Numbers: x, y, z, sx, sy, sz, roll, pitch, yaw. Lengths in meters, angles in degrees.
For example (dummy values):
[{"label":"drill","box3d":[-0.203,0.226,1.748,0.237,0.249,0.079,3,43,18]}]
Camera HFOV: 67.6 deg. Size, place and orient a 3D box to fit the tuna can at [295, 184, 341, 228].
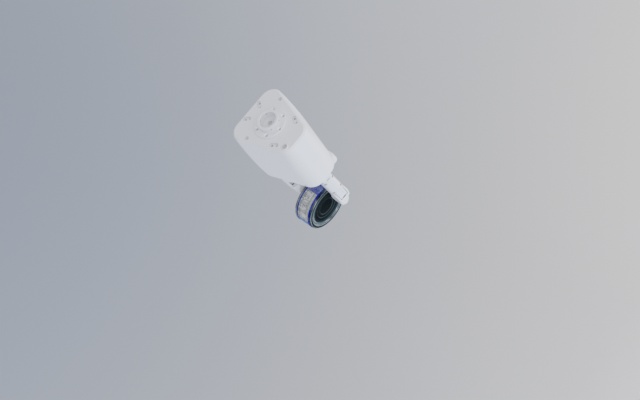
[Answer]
[{"label":"tuna can","box3d":[0.001,0.003,0.786,0.033,0.086,0.086,33,17,28]}]
